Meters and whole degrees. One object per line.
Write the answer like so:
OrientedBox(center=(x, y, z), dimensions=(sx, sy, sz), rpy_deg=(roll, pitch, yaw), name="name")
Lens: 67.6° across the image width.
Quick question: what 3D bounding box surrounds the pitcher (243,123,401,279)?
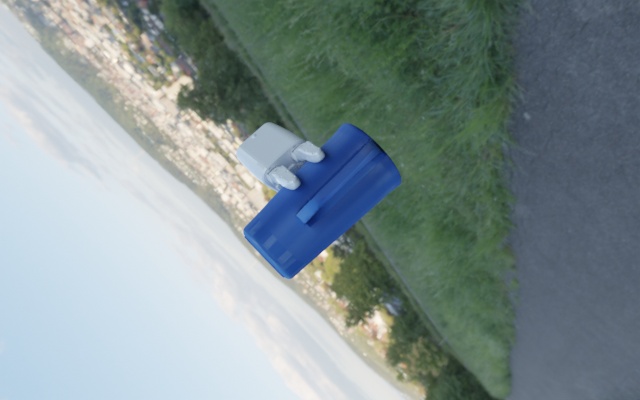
OrientedBox(center=(0.000, 0.002, 0.740), dimensions=(0.145, 0.243, 0.149), rpy_deg=(37, -12, 45), name="pitcher")
